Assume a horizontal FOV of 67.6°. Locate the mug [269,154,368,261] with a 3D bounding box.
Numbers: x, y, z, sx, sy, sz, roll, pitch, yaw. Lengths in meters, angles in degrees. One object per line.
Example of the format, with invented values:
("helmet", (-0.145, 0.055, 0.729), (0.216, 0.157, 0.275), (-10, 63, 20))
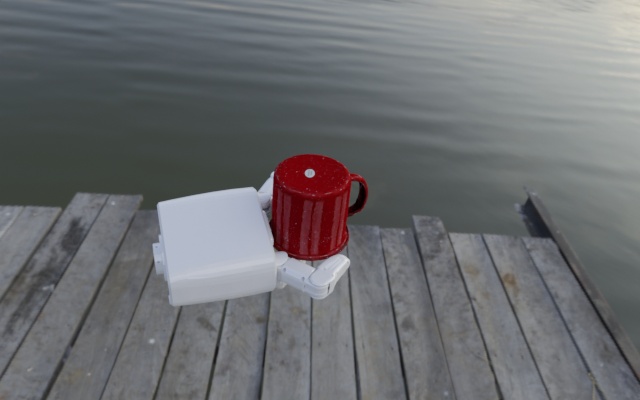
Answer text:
("mug", (0.001, 0.001, 0.517), (0.117, 0.082, 0.093), (-11, 40, -21))
